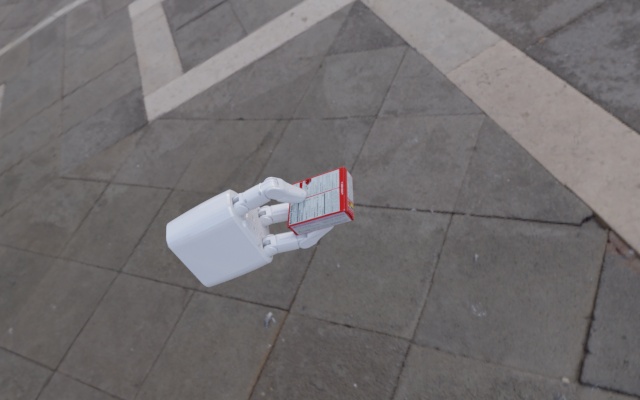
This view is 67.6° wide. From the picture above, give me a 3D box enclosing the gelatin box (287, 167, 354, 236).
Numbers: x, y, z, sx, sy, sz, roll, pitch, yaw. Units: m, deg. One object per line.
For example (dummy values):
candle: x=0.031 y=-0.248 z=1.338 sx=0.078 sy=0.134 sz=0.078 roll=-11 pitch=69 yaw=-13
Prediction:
gelatin box: x=0.000 y=0.002 z=0.646 sx=0.089 sy=0.073 sz=0.030 roll=-18 pitch=-40 yaw=24
